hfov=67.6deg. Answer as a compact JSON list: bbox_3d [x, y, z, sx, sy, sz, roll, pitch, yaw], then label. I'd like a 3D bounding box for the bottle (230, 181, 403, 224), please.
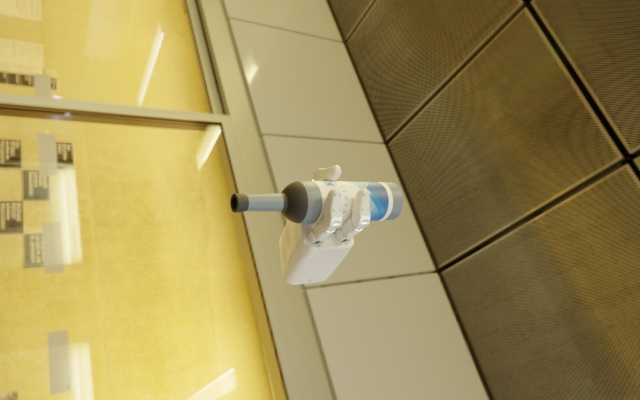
[{"bbox_3d":[0.000,0.002,0.756,0.296,0.069,0.069,-1,0,-34],"label":"bottle"}]
